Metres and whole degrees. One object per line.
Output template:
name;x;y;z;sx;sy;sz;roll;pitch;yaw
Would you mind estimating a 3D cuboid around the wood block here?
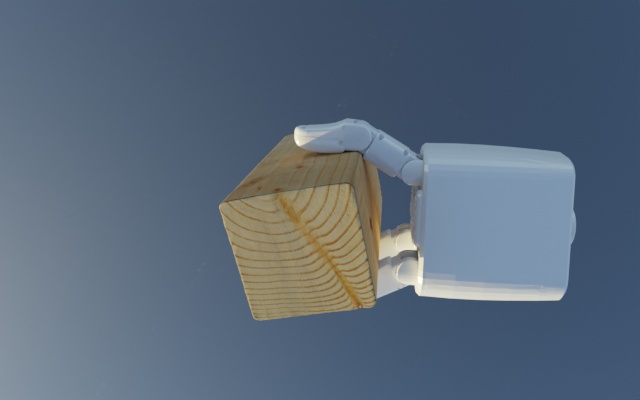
wood block;0.000;0.001;0.405;0.090;0.091;0.206;-9;18;11
